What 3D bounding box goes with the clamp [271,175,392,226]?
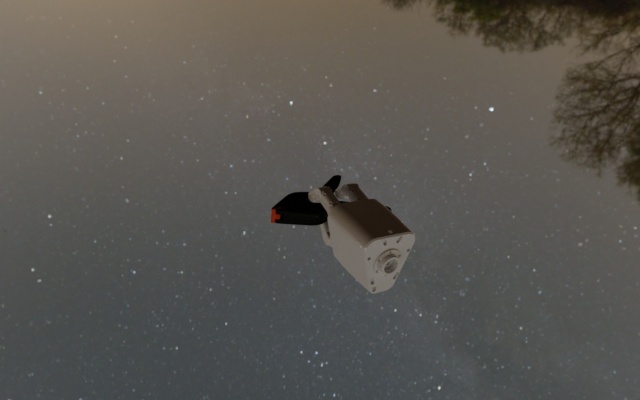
[{"bbox_3d":[0.000,0.004,0.866,0.210,0.036,0.164,-8,30,-27],"label":"clamp"}]
